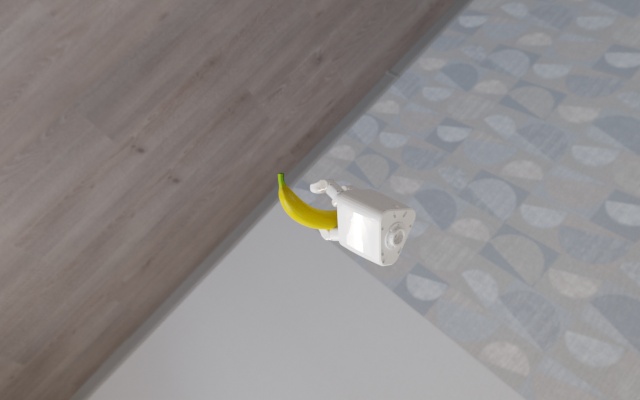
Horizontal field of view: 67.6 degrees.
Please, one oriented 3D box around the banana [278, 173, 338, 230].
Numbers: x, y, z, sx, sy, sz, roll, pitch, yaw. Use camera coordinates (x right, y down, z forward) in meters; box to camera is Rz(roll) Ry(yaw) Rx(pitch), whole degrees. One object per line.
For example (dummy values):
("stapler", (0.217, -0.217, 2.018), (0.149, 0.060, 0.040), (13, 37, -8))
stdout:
("banana", (-0.010, 0.019, 0.894), (0.198, 0.069, 0.037), (29, -9, -38))
